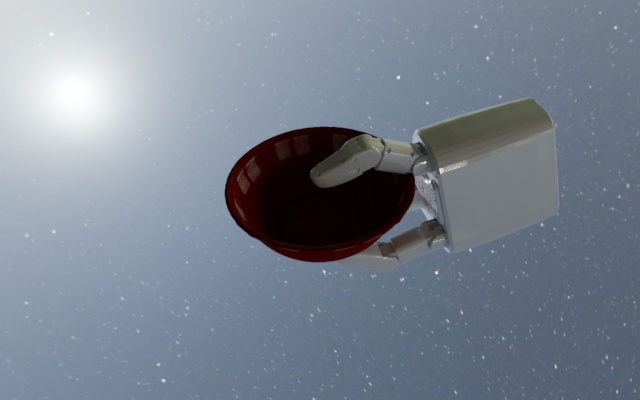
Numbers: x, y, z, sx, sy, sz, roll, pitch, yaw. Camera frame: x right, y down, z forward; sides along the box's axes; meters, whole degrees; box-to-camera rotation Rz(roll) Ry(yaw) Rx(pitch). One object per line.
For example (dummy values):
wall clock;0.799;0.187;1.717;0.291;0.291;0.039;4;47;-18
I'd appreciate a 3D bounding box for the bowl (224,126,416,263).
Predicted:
bowl;-0.001;0.002;0.424;0.162;0.055;0.162;-2;43;2
